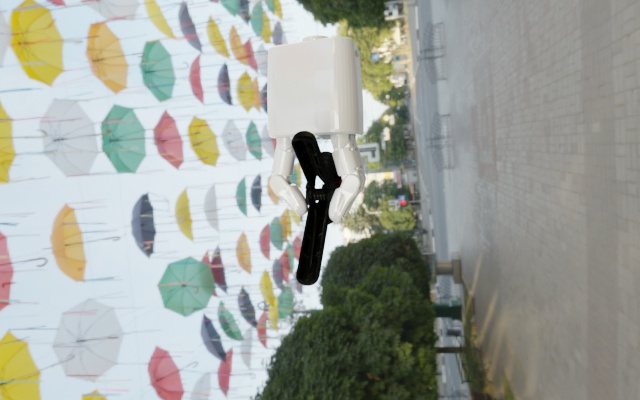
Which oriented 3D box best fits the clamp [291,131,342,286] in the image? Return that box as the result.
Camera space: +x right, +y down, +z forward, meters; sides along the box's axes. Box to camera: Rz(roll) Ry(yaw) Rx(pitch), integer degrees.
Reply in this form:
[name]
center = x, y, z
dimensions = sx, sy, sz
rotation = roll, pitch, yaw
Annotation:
[clamp]
center = -0.001, 0.002, 0.581
dimensions = 0.036, 0.164, 0.210
rotation = 2, 6, 10
